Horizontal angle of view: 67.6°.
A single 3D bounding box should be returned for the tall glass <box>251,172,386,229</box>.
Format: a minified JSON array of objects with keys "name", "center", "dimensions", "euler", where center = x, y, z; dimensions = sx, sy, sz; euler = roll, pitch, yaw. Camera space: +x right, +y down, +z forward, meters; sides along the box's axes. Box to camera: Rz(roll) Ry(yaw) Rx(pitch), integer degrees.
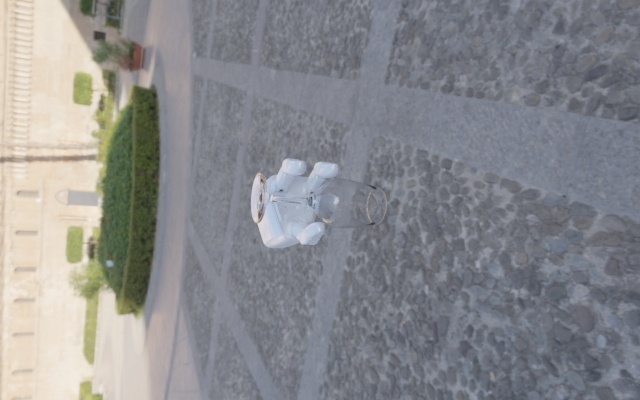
[{"name":"tall glass","center":[0.000,0.002,0.732],"dimensions":[0.201,0.079,0.079],"euler":[4,-2,-24]}]
